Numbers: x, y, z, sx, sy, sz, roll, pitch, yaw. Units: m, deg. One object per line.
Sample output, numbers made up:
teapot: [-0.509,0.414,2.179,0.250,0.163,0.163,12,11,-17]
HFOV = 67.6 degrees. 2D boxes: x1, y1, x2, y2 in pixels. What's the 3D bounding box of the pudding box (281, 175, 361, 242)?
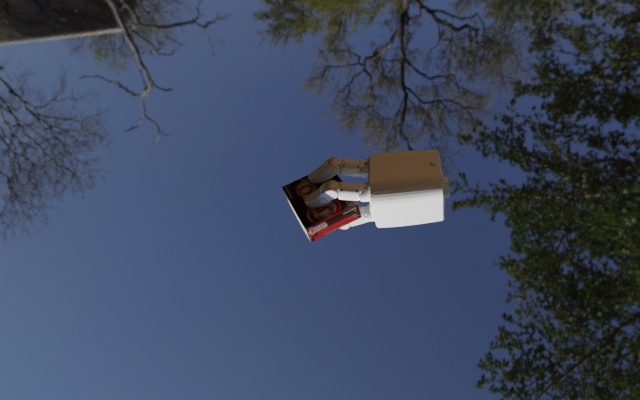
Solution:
pudding box: [0.000,0.003,0.755,0.090,0.039,0.113,-25,42,-8]
